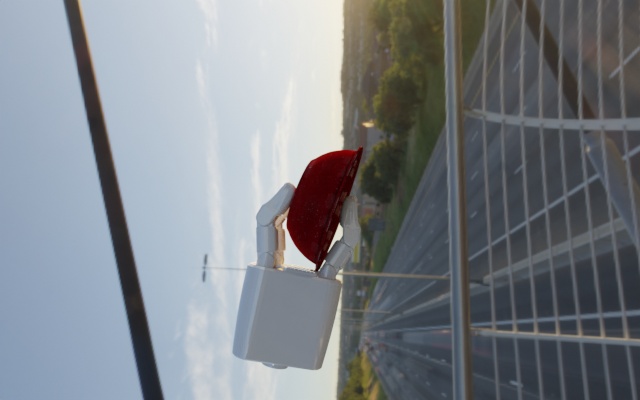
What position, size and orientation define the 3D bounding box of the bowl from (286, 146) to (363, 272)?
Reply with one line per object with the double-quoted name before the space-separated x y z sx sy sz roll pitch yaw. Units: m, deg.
"bowl" 0.000 0.001 0.585 0.055 0.162 0.162 20 2 6
